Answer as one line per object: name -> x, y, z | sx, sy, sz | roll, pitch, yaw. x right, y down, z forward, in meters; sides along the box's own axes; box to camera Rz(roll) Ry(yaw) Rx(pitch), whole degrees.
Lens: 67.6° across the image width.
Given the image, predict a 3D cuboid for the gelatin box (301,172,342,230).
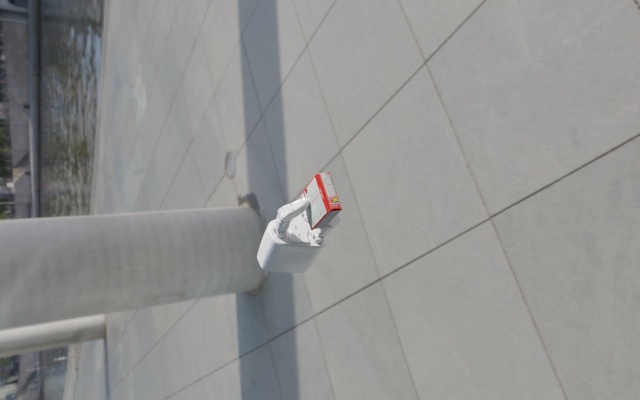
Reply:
gelatin box -> 0.000, 0.003, 0.850 | 0.030, 0.073, 0.089 | -8, -22, -26
